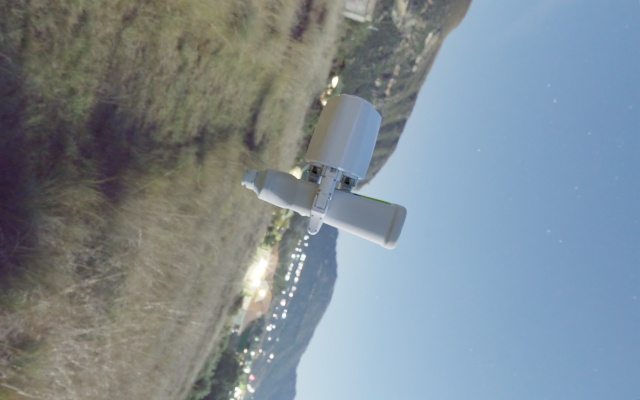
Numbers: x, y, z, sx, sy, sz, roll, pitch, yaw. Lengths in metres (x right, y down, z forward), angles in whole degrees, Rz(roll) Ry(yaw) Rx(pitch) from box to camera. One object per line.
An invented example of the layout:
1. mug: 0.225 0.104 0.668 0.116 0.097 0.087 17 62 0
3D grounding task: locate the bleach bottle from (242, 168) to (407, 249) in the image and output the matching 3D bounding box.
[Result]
1. bleach bottle: 0.000 0.002 0.734 0.251 0.068 0.102 18 1 2
